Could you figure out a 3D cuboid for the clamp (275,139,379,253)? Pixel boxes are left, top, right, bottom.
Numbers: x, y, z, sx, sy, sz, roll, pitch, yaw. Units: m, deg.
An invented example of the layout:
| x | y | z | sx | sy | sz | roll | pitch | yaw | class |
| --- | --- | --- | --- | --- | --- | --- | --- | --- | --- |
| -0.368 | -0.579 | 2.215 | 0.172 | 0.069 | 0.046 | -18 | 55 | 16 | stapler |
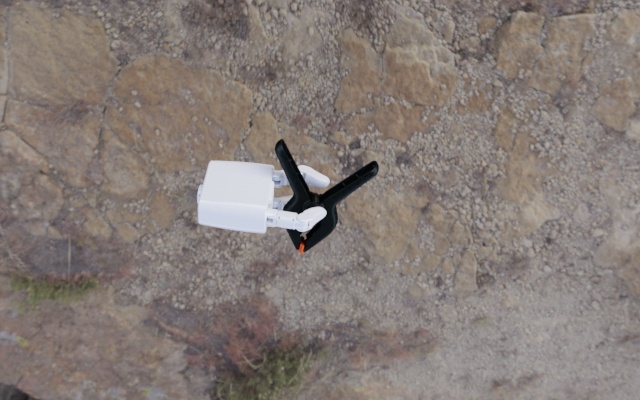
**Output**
| x | y | z | sx | sy | sz | roll | pitch | yaw | class |
| --- | --- | --- | --- | --- | --- | --- | --- | --- | --- |
| 0.000 | 0.003 | 0.788 | 0.164 | 0.210 | 0.036 | 7 | 35 | -2 | clamp |
